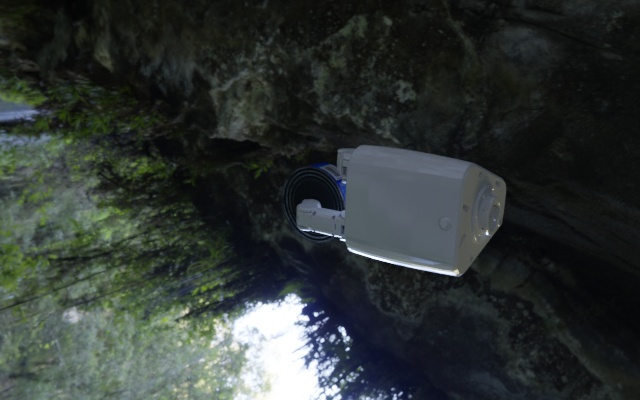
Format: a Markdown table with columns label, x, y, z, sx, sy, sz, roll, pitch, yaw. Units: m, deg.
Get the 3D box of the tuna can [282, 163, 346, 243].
| label | x | y | z | sx | sy | sz | roll | pitch | yaw |
| --- | --- | --- | --- | --- | --- | --- | --- | --- | --- |
| tuna can | 0.000 | 0.002 | 0.531 | 0.086 | 0.086 | 0.033 | 0 | 13 | 37 |
